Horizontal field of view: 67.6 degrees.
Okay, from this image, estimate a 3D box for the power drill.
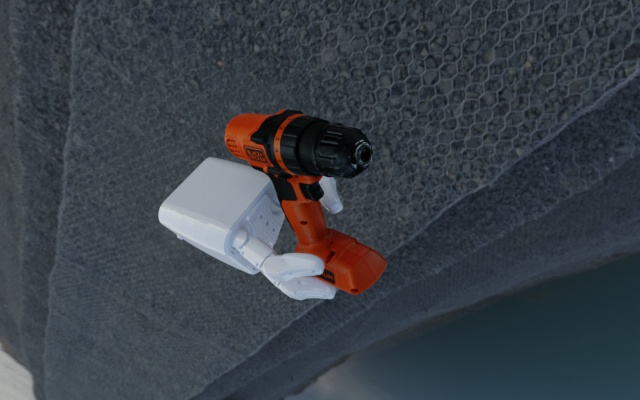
[{"bbox_3d":[0.000,0.002,0.457,0.057,0.188,0.184,-39,33,-25],"label":"power drill"}]
